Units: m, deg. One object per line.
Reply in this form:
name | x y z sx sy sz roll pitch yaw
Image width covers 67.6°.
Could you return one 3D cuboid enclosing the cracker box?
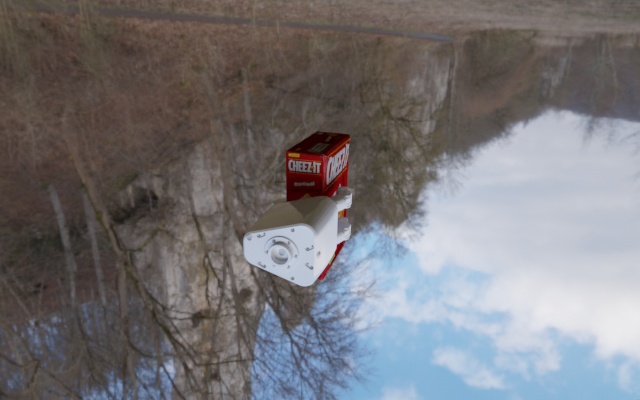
cracker box | 0.000 0.003 0.821 0.072 0.214 0.164 7 21 15
